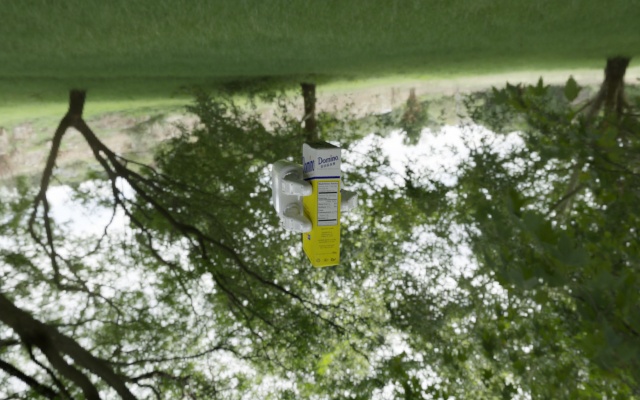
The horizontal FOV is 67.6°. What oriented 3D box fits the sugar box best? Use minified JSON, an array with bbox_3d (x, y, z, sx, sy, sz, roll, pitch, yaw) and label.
[{"bbox_3d":[0.000,0.002,0.723,0.048,0.176,0.093,-5,13,-13],"label":"sugar box"}]
